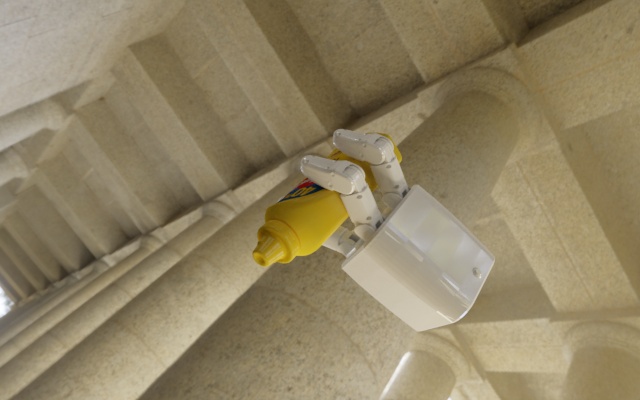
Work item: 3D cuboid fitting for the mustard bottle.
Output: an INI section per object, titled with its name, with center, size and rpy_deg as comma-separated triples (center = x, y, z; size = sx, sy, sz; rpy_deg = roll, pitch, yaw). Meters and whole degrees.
[mustard bottle]
center = 0.000, 0.001, 0.476
size = 0.096, 0.058, 0.191
rpy_deg = -17, 21, 46
